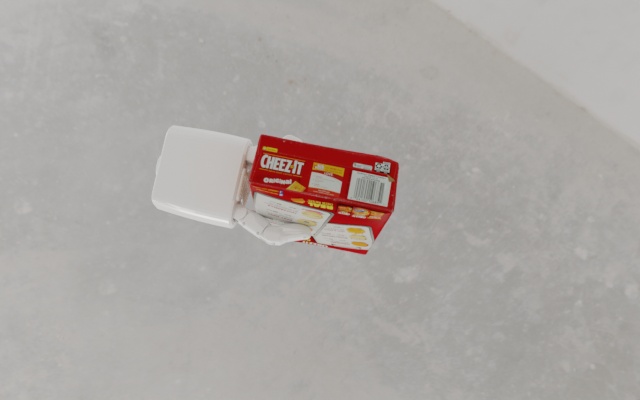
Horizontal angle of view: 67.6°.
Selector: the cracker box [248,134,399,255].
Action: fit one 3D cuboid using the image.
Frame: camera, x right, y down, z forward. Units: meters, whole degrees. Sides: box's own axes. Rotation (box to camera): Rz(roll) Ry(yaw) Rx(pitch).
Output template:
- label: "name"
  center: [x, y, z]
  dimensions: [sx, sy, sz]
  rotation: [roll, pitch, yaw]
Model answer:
- label: "cracker box"
  center: [0.000, 0.002, 0.625]
  dimensions: [0.164, 0.072, 0.214]
  rotation: [11, -19, 1]
